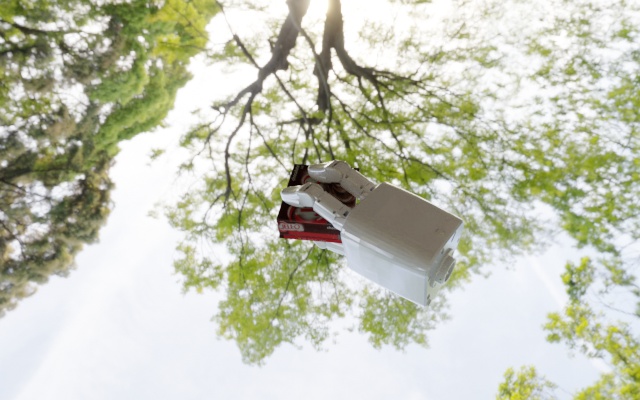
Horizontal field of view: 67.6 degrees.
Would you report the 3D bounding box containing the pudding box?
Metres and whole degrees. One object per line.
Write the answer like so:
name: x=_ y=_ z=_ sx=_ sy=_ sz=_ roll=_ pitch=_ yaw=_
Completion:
pudding box: x=0.000 y=0.002 z=0.606 sx=0.090 sy=0.039 sz=0.113 roll=5 pitch=40 yaw=7
